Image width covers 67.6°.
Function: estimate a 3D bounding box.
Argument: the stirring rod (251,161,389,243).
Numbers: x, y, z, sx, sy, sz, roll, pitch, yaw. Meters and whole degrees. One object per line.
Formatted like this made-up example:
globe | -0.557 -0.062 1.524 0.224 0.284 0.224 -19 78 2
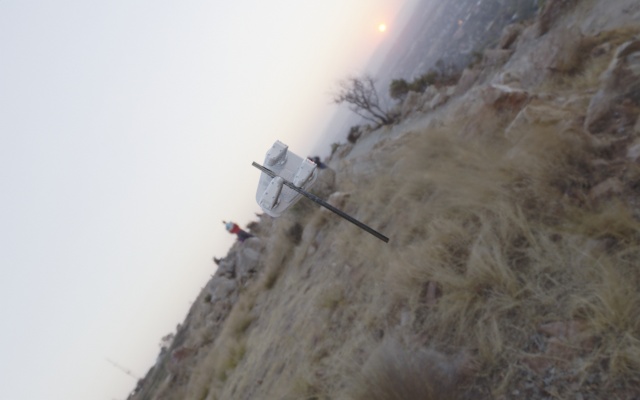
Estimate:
stirring rod | 0.000 0.003 0.734 0.239 0.011 0.011 30 -1 -1
